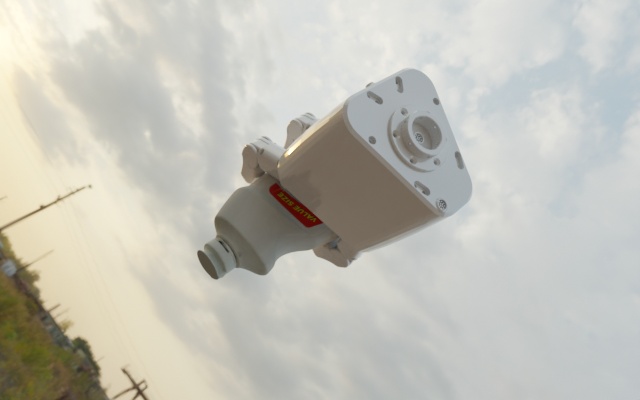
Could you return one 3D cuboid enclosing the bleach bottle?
[{"bbox_3d":[0.000,0.001,0.458,0.250,0.102,0.068,-34,0,-32],"label":"bleach bottle"}]
